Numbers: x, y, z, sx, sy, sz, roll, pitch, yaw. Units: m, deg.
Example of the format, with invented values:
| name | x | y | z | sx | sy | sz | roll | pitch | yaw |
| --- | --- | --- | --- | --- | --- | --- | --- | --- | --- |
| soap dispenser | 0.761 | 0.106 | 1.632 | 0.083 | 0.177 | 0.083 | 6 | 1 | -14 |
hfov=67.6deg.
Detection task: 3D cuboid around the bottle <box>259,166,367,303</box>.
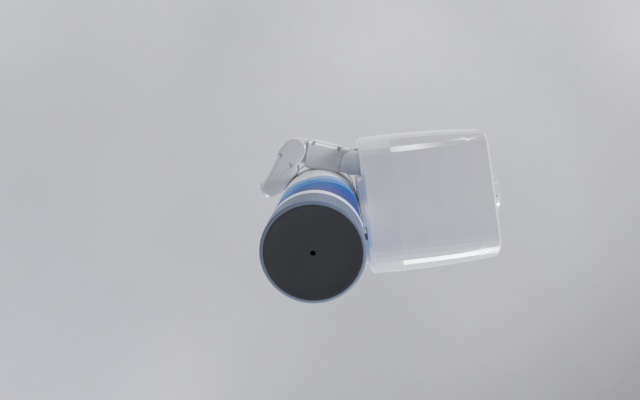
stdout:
| name | x | y | z | sx | sy | sz | roll | pitch | yaw |
| --- | --- | --- | --- | --- | --- | --- | --- | --- | --- |
| bottle | 0.000 | 0.001 | 0.435 | 0.069 | 0.069 | 0.295 | 0 | 12 | 2 |
